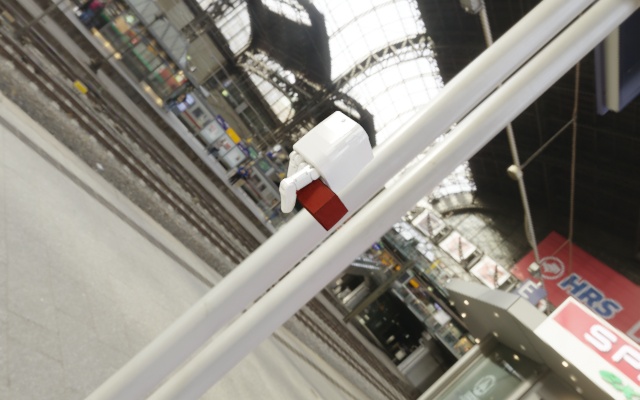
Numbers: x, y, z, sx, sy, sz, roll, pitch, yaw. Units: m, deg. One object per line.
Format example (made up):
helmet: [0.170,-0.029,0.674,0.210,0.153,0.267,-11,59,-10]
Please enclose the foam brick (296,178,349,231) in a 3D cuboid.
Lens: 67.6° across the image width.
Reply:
foam brick: [0.000,0.003,0.810,0.078,0.051,0.053,44,-7,45]
